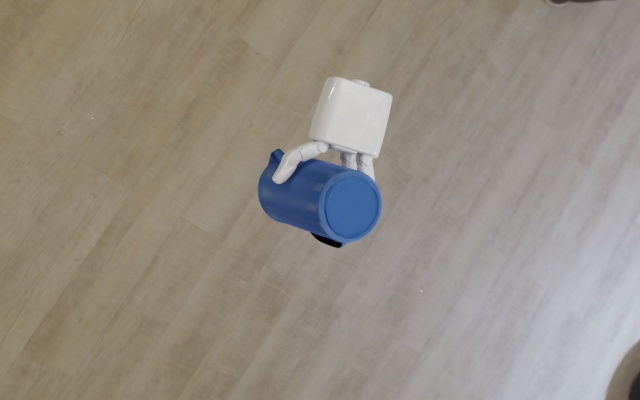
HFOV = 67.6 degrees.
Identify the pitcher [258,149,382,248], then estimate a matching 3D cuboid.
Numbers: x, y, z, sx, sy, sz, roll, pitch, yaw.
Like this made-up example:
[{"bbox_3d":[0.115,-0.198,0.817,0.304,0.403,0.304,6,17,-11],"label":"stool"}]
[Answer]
[{"bbox_3d":[0.000,0.002,0.795,0.149,0.145,0.243,17,1,-27],"label":"pitcher"}]
